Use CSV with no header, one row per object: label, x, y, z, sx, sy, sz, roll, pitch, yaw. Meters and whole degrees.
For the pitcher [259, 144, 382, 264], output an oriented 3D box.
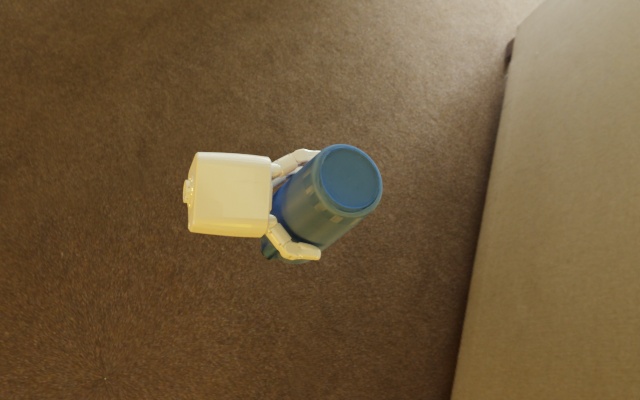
pitcher,0.000,0.002,0.743,0.145,0.149,0.243,6,-21,-22
